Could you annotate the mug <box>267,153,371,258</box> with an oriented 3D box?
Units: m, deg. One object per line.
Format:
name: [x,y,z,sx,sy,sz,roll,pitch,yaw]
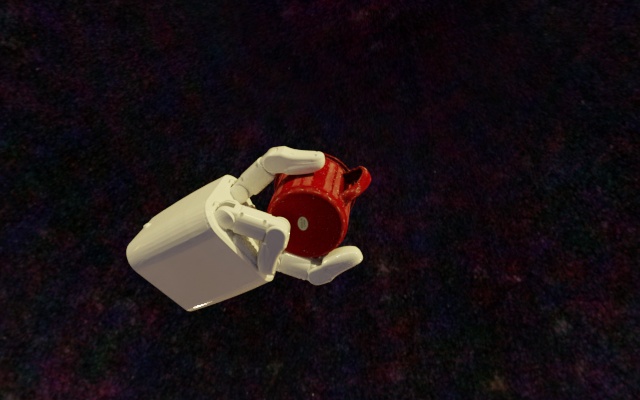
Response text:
mug: [0.001,0.001,0.498,0.117,0.093,0.081,-25,21,17]
